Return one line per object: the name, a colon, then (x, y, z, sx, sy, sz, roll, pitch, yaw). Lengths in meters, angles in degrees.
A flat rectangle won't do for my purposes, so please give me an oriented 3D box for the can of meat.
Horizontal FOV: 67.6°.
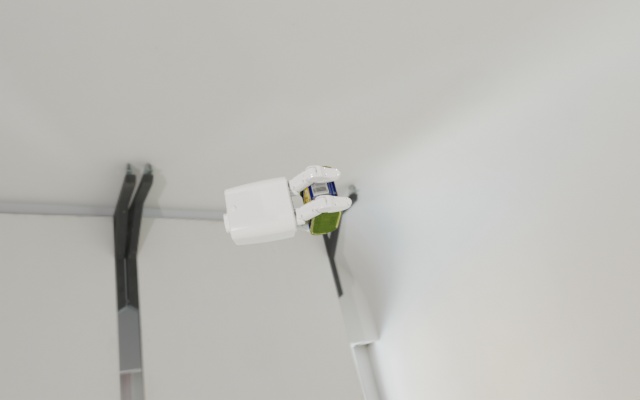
can of meat: (0.000, 0.003, 0.836, 0.057, 0.084, 0.102, -9, -27, -10)
